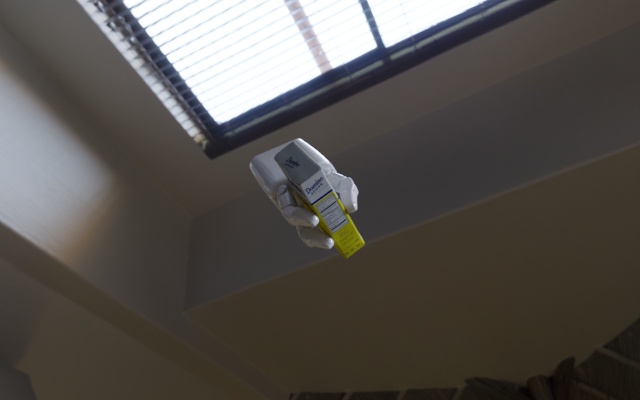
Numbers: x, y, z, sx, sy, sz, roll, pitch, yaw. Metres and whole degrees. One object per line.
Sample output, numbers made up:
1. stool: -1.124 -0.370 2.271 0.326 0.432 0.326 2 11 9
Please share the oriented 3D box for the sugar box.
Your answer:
1. sugar box: 0.000 0.003 0.713 0.093 0.048 0.176 47 -6 49
